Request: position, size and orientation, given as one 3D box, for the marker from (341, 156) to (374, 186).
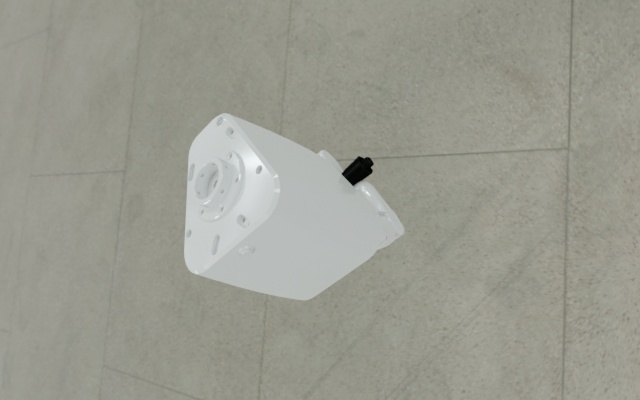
[{"bbox_3d":[0.000,0.001,0.429,0.121,0.020,0.020,-40,-19,24],"label":"marker"}]
